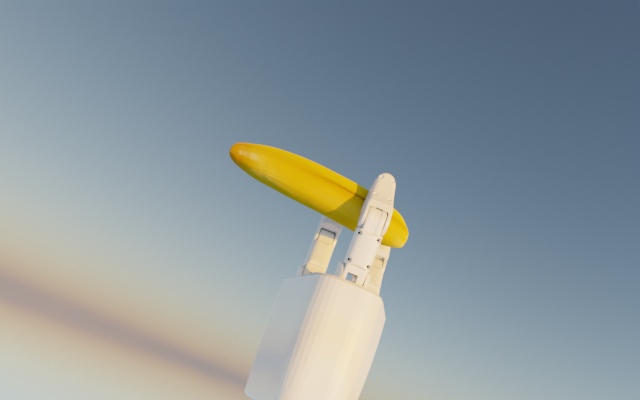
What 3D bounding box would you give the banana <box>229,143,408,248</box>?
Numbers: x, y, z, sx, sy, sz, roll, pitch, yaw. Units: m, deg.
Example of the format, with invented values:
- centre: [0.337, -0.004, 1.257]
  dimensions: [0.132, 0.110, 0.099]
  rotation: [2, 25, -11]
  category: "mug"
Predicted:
- centre: [0.012, 0.001, 0.427]
  dimensions: [0.198, 0.037, 0.069]
  rotation: [30, -19, -23]
  category: "banana"
